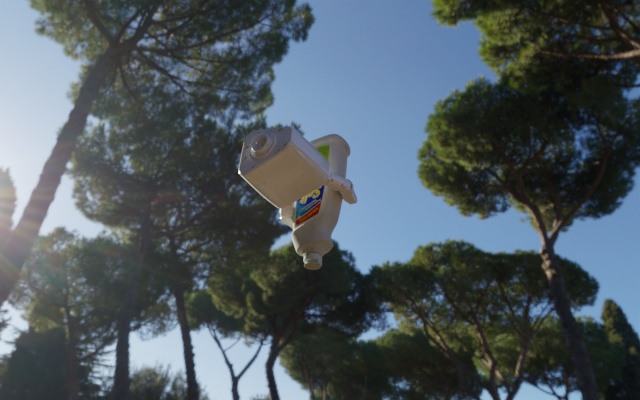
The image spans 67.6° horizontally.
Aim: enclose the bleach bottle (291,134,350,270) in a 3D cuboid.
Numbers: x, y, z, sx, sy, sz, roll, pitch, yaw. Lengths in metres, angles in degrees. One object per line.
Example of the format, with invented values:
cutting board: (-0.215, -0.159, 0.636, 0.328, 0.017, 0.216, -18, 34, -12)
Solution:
bleach bottle: (0.000, 0.003, 0.857, 0.102, 0.250, 0.068, -17, -38, 27)
